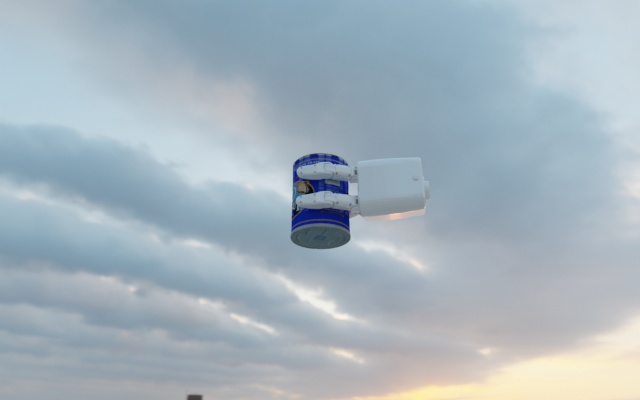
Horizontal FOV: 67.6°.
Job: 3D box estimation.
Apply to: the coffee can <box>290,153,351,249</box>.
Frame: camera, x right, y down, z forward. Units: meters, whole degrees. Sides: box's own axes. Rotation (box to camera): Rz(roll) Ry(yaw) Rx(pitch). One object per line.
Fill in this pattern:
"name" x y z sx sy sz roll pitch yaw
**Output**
"coffee can" 0.000 0.003 0.839 0.103 0.140 0.103 0 -26 0
